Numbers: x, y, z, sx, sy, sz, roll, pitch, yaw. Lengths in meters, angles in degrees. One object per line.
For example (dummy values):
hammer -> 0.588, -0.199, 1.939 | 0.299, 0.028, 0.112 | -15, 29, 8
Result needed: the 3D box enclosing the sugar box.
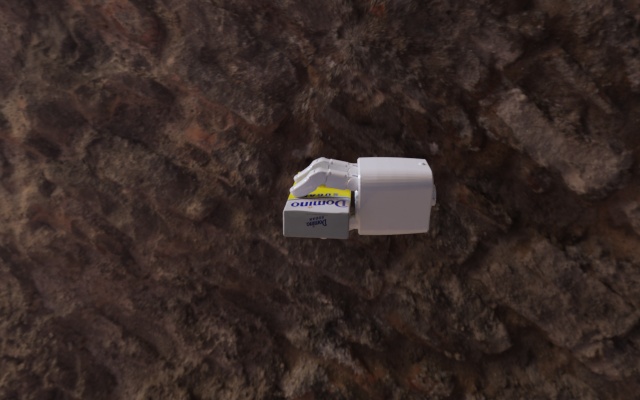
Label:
sugar box -> 0.000, 0.002, 0.733 | 0.093, 0.048, 0.176 | 2, 19, 3
